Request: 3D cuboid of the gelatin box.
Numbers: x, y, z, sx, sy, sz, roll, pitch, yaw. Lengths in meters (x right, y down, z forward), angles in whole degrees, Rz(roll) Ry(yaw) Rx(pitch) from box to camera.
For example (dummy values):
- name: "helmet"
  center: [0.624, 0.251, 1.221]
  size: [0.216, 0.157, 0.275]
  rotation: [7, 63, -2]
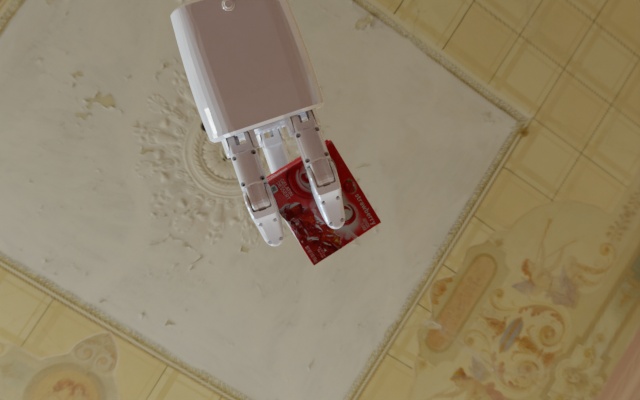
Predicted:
- name: "gelatin box"
  center: [0.000, 0.002, 0.429]
  size: [0.073, 0.089, 0.030]
  rotation: [-33, 15, -3]
